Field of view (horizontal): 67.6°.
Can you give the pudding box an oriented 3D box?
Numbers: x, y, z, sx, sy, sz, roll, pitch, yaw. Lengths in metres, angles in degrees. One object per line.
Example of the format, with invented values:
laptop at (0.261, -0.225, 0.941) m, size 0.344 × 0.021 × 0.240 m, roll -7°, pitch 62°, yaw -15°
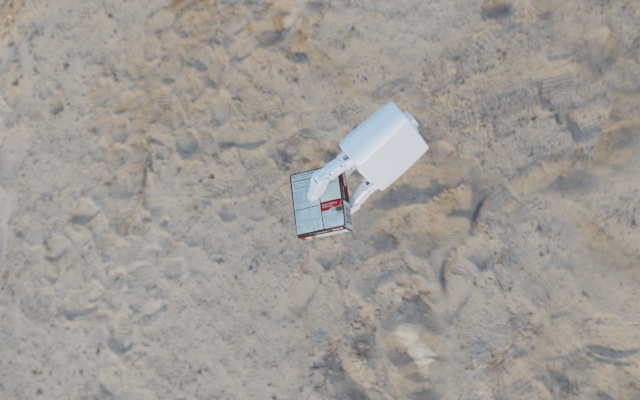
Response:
pudding box at (0.000, 0.003, 0.795) m, size 0.090 × 0.113 × 0.039 m, roll -14°, pitch -20°, yaw 20°
